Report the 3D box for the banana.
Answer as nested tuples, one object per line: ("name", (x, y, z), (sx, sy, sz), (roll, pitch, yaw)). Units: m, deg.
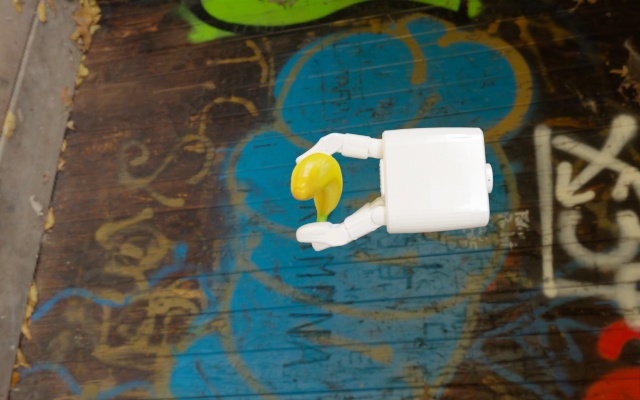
("banana", (0.001, -0.016, 0.507), (0.037, 0.069, 0.198), (1, -12, 8))
